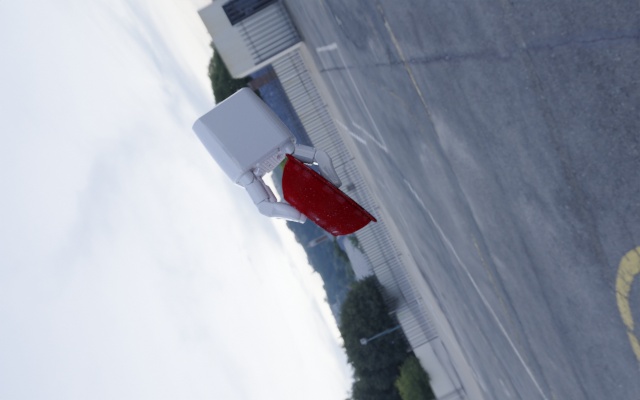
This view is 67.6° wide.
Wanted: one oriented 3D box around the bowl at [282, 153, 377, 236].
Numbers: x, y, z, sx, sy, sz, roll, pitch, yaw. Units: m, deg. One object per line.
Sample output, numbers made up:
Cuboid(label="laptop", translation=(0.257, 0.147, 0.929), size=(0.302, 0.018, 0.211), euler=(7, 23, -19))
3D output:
Cuboid(label="bowl", translation=(0.001, 0.003, 0.675), size=(0.162, 0.055, 0.162), euler=(36, -1, 1))
